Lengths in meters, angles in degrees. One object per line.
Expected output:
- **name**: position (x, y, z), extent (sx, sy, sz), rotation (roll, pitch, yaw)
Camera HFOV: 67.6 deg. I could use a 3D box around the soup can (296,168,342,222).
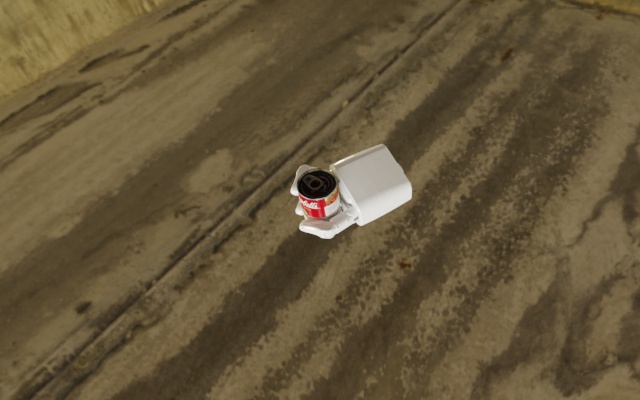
- **soup can**: position (0.000, 0.003, 0.819), extent (0.068, 0.068, 0.102), rotation (0, -38, 9)
